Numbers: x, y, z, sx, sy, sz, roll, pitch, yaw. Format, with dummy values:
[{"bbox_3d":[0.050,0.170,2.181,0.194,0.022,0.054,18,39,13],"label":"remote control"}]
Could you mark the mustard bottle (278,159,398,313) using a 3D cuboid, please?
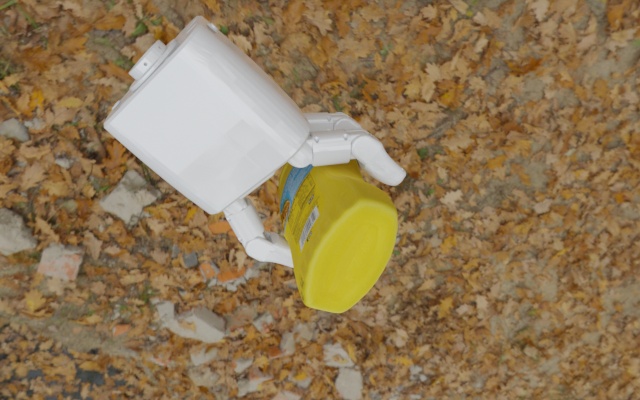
[{"bbox_3d":[0.000,0.002,0.412,0.058,0.096,0.191,16,21,-21],"label":"mustard bottle"}]
